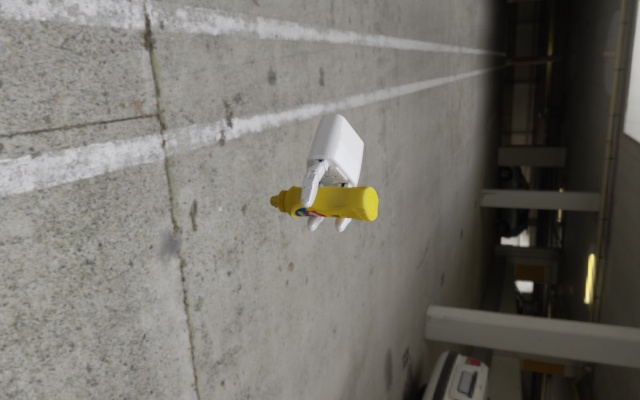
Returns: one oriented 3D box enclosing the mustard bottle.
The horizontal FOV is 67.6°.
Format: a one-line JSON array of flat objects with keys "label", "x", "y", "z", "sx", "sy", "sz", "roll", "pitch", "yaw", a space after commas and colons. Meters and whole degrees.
[{"label": "mustard bottle", "x": 0.000, "y": 0.003, "z": 0.848, "sx": 0.191, "sy": 0.058, "sz": 0.096, "roll": 2, "pitch": -9, "yaw": 20}]
